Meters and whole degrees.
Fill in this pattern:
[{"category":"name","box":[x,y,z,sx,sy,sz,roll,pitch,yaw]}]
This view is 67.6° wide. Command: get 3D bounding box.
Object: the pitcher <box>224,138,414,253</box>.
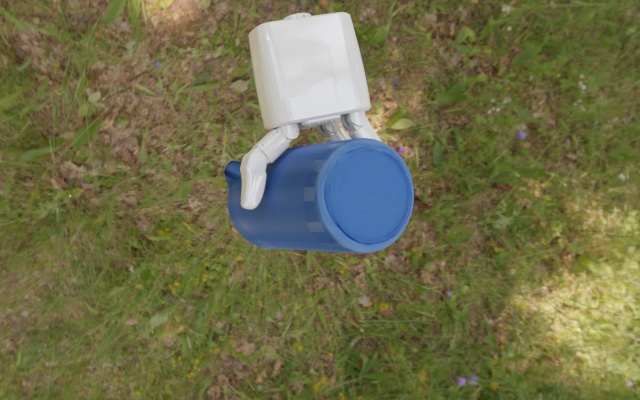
[{"category":"pitcher","box":[0.000,0.002,0.546,0.149,0.145,0.243,-15,7,-27]}]
